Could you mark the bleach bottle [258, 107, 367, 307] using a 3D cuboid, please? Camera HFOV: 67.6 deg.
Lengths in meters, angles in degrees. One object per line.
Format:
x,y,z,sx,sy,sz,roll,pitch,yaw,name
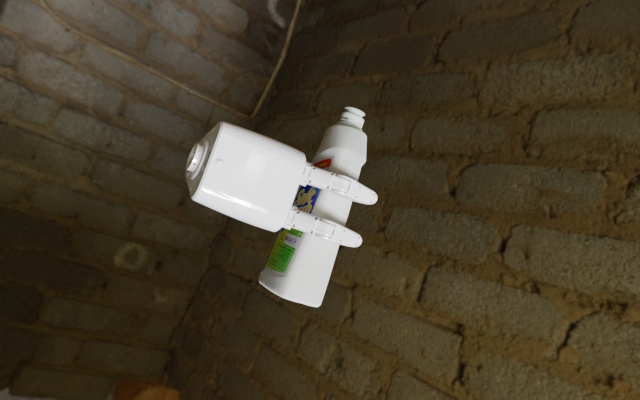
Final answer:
0.000,0.002,0.615,0.068,0.251,0.102,21,-5,-25,bleach bottle
